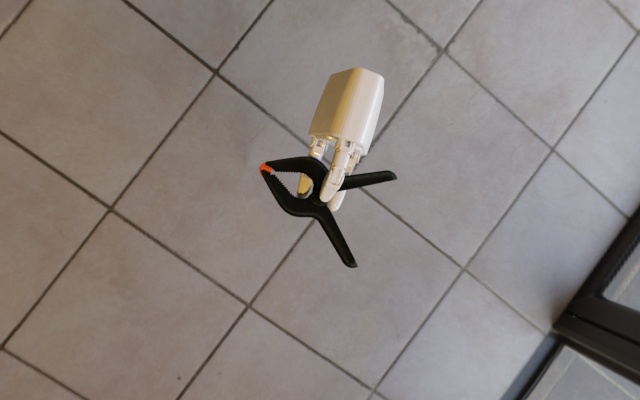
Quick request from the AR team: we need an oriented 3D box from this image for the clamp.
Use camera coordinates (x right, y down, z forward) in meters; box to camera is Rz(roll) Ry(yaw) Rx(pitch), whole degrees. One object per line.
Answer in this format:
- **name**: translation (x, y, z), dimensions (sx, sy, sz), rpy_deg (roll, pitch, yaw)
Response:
- **clamp**: translation (0.000, 0.002, 0.734), dimensions (0.210, 0.164, 0.036), rpy_deg (19, -5, -10)
